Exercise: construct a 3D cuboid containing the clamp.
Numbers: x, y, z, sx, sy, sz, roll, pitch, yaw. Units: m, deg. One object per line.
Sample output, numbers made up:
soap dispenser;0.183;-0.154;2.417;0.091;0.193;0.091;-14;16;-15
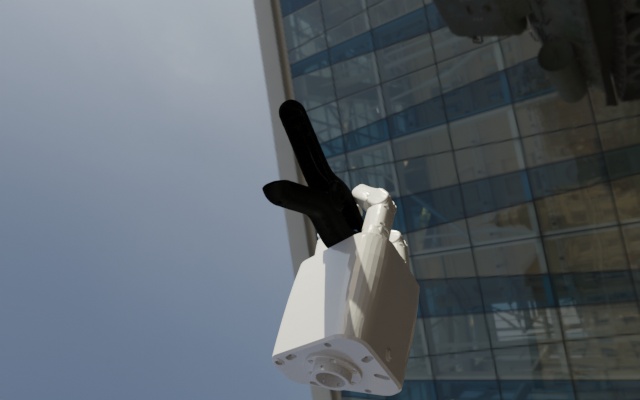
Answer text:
clamp;0.000;0.002;0.450;0.039;0.171;0.120;-15;36;30
